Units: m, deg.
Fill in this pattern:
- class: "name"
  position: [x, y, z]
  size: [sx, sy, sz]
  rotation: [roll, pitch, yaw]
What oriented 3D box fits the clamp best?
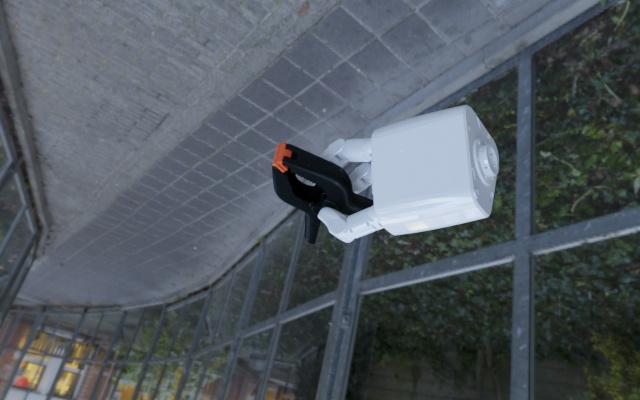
- class: "clamp"
  position: [0.000, 0.002, 0.594]
  size: [0.164, 0.036, 0.210]
  rotation: [-16, -37, 35]
